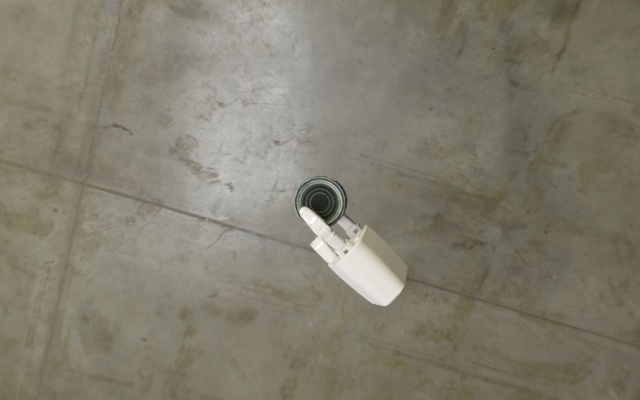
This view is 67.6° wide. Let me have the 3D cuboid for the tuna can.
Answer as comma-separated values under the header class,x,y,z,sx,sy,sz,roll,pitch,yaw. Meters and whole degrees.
class,x,y,z,sx,sy,sz,roll,pitch,yaw
tuna can,0.000,0.003,0.776,0.086,0.086,0.034,0,4,6
